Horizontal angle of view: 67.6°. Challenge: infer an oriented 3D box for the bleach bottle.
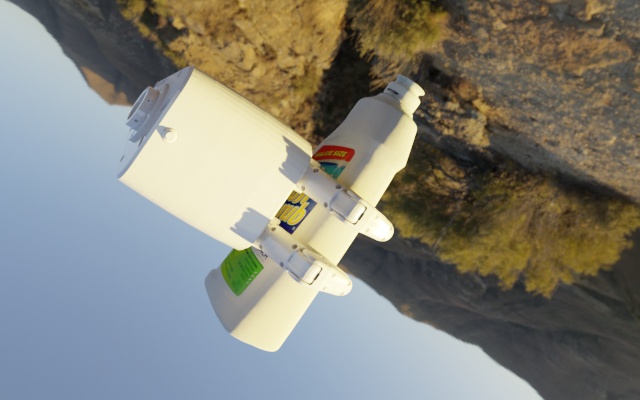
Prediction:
[{"bbox_3d":[0.000,0.001,0.417,0.068,0.251,0.102,34,4,-30],"label":"bleach bottle"}]
